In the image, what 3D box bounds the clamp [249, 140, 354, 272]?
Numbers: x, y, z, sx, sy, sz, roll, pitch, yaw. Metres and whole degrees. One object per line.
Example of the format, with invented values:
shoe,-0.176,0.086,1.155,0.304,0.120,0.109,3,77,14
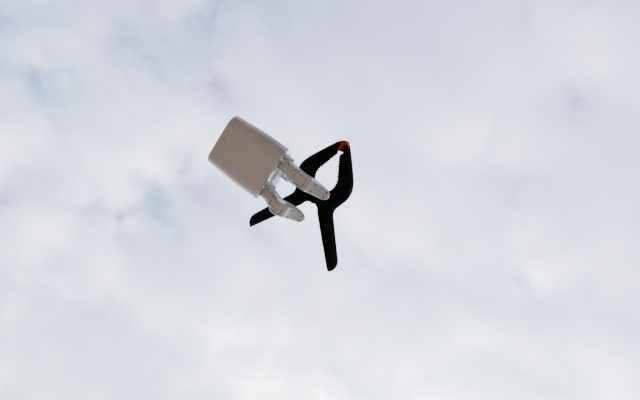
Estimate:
clamp,0.000,0.002,0.777,0.164,0.210,0.036,35,14,4
